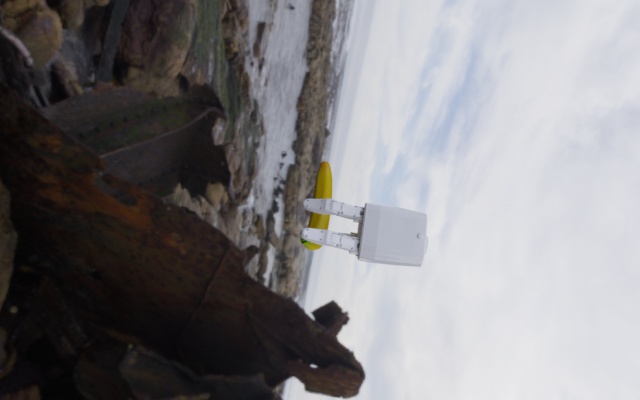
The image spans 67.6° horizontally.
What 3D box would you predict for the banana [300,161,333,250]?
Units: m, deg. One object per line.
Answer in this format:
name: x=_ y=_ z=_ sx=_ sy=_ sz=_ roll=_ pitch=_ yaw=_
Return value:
banana: x=-0.001 y=0.018 z=0.840 sx=0.037 sy=0.197 sz=0.070 roll=7 pitch=-43 yaw=5
